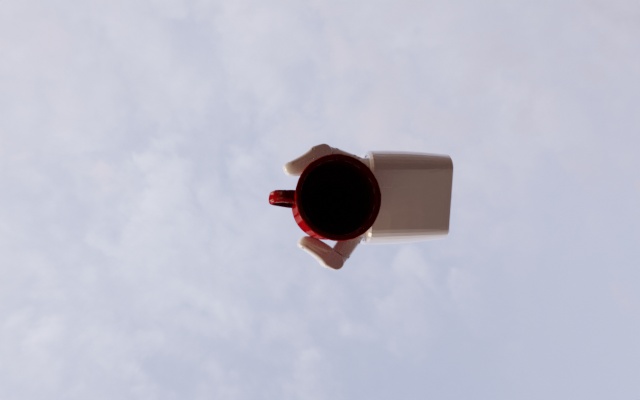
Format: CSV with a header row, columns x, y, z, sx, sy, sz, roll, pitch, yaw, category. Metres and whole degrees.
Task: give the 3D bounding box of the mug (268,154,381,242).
x,y,z,sx,sy,sz,roll,pitch,yaw,category
-0.001,0.002,0.537,0.117,0.093,0.081,1,-8,-11,mug
